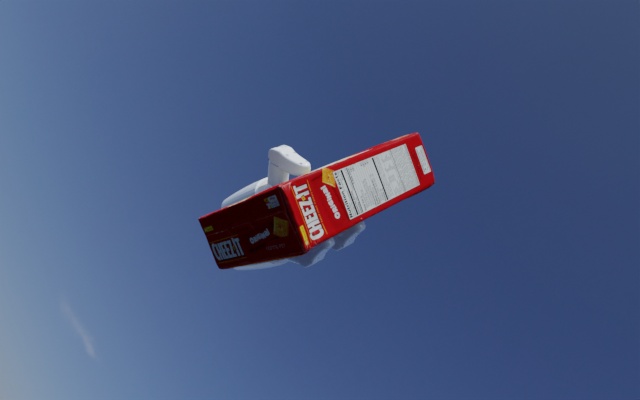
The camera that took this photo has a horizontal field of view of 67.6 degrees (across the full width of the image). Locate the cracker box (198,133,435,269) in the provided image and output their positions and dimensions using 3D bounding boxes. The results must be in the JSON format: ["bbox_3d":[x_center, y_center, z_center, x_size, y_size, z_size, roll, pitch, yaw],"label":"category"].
[{"bbox_3d":[0.000,0.002,0.533,0.213,0.072,0.164,-24,4,-41],"label":"cracker box"}]
